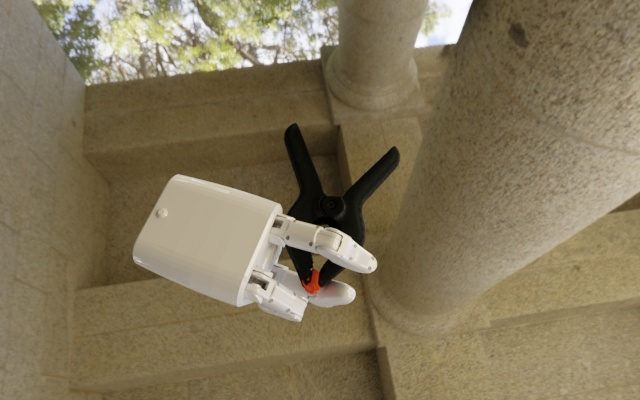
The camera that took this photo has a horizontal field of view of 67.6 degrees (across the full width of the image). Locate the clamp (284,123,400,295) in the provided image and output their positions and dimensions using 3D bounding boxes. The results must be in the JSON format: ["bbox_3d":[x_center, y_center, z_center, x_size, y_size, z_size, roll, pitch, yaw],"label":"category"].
[{"bbox_3d":[0.000,0.002,0.469,0.120,0.171,0.039,19,-23,7],"label":"clamp"}]
